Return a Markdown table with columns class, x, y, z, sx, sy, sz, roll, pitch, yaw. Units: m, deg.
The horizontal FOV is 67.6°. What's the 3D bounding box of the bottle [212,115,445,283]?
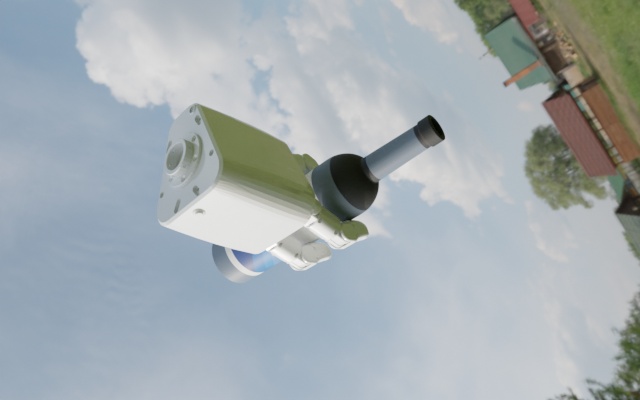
| class | x | y | z | sx | sy | sz | roll | pitch | yaw |
| --- | --- | --- | --- | --- | --- | --- | --- | --- | --- |
| bottle | 0.000 | 0.002 | 0.511 | 0.296 | 0.069 | 0.069 | -33 | -18 | 31 |
